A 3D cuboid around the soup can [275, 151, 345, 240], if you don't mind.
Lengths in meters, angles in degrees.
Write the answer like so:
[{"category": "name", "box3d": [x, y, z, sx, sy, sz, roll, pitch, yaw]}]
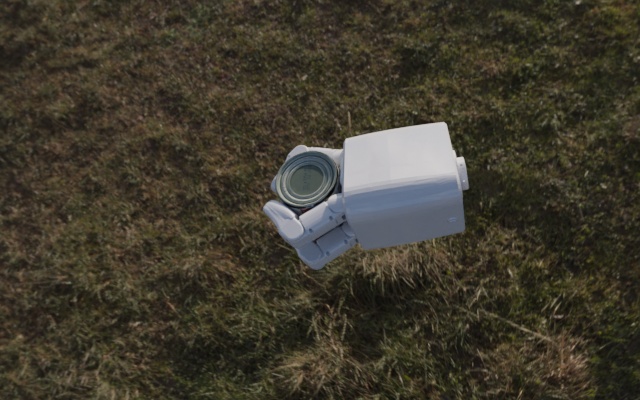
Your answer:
[{"category": "soup can", "box3d": [0.000, 0.002, 0.512, 0.068, 0.068, 0.102, 0, -28, 19]}]
